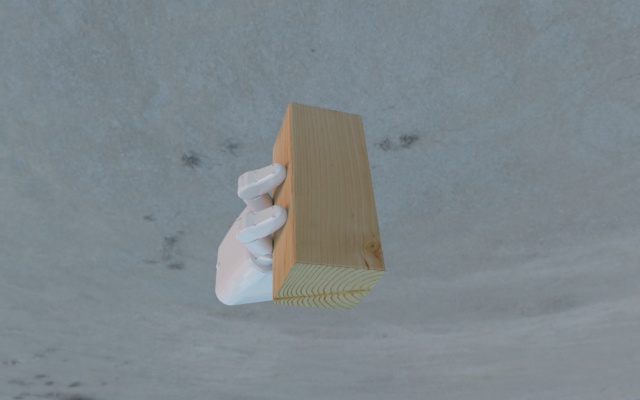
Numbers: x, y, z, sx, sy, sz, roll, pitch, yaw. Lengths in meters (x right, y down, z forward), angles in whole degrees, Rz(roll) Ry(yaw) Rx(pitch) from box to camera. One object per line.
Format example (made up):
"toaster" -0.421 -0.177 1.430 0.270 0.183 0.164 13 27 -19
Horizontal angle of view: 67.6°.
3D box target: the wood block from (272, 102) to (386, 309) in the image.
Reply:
"wood block" 0.000 0.002 0.520 0.091 0.206 0.090 8 -38 -17
